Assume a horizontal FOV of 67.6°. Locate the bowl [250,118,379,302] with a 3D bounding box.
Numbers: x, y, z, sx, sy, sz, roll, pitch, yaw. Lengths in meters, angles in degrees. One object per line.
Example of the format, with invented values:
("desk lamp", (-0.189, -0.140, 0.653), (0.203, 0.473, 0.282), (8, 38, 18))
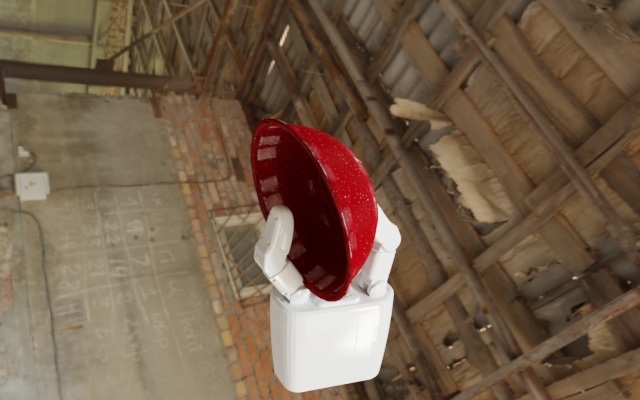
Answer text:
("bowl", (0.001, 0.000, 0.407), (0.055, 0.162, 0.162), (-22, 10, -24))
